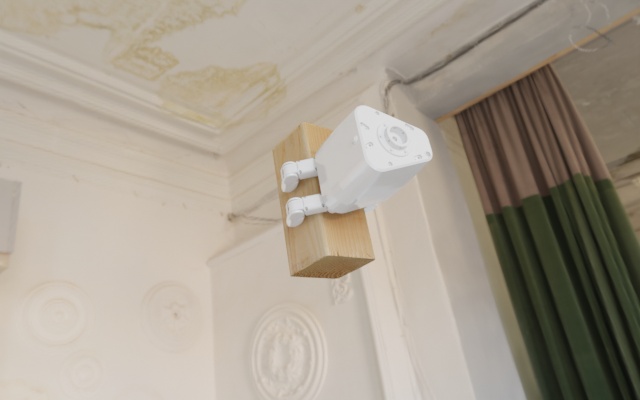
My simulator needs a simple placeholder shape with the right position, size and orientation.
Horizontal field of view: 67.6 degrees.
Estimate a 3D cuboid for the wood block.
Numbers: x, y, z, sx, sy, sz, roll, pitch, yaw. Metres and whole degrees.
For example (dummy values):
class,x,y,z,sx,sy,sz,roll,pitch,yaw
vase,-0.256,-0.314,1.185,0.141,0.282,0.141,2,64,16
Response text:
class,x,y,z,sx,sy,sz,roll,pitch,yaw
wood block,0.001,0.002,0.703,0.091,0.206,0.090,10,-31,-37
